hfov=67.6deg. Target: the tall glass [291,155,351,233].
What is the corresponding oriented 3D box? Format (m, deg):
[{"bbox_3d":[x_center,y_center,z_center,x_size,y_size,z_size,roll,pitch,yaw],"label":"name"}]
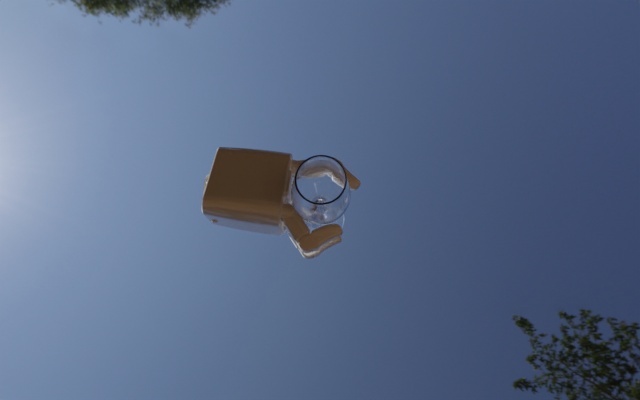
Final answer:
[{"bbox_3d":[0.000,0.002,0.656,0.079,0.079,0.201,0,-16,0],"label":"tall glass"}]
